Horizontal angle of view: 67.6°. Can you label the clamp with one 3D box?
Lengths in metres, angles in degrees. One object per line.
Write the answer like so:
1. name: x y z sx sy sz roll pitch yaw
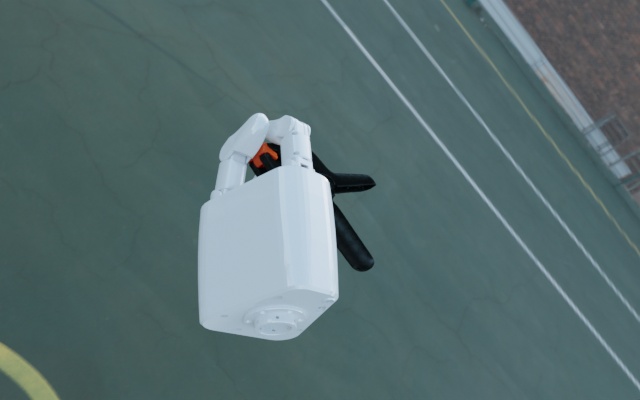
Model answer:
1. clamp: 0.000 0.001 0.487 0.171 0.120 0.039 22 -43 -36
